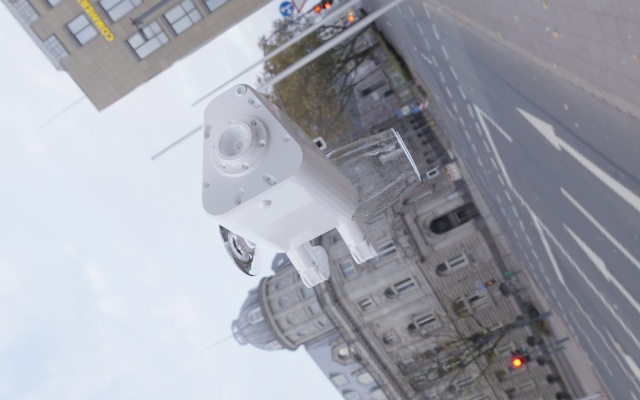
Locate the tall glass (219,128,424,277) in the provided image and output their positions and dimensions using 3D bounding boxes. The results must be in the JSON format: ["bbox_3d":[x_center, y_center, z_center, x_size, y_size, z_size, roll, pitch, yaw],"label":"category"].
[{"bbox_3d":[0.000,0.002,0.484,0.201,0.079,0.079,-28,-7,13],"label":"tall glass"}]
